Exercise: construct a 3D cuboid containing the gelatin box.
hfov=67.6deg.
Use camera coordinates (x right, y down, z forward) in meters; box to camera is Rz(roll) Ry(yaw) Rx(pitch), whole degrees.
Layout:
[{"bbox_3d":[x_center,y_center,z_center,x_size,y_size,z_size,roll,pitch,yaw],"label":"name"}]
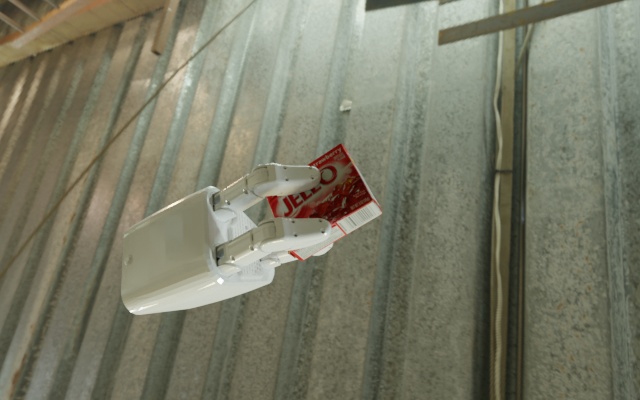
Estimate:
[{"bbox_3d":[0.001,0.001,0.436,0.089,0.073,0.030,-31,-36,8],"label":"gelatin box"}]
